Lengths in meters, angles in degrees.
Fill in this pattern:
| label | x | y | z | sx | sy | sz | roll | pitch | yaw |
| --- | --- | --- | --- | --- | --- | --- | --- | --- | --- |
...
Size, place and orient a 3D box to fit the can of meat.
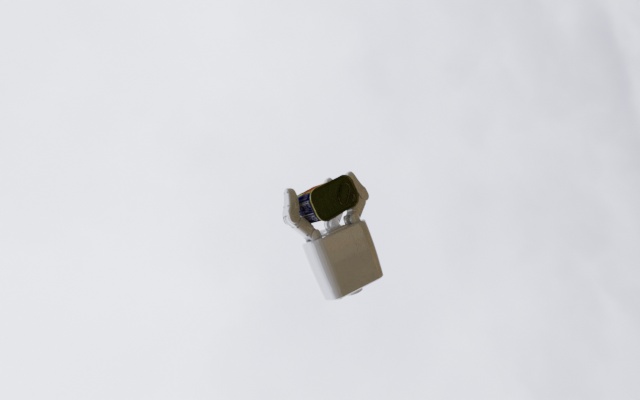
| label | x | y | z | sx | sy | sz | roll | pitch | yaw |
| --- | --- | --- | --- | --- | --- | --- | --- | --- | --- |
| can of meat | 0.000 | 0.003 | 0.814 | 0.102 | 0.057 | 0.084 | -28 | 7 | -39 |
